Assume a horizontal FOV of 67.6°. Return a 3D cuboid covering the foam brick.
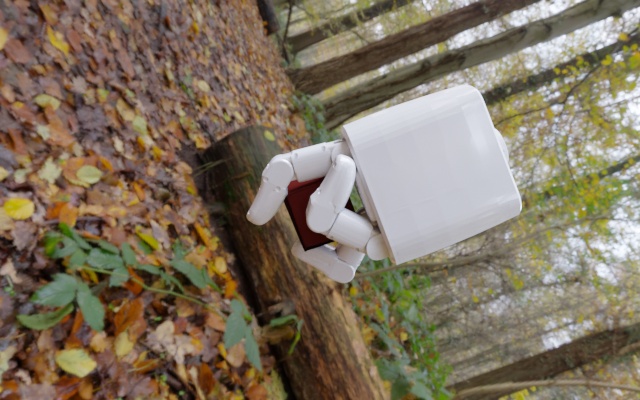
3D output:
[{"bbox_3d":[0.000,0.001,0.420,0.051,0.053,0.078,-20,17,3],"label":"foam brick"}]
